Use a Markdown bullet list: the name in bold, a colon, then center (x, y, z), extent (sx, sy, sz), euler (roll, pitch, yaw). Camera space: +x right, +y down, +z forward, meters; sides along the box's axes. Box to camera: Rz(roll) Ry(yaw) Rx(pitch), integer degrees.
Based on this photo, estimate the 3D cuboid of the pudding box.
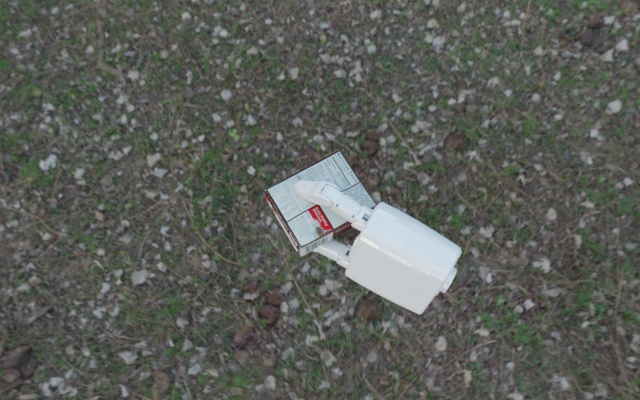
- **pudding box**: center (0.000, 0.002, 0.594), extent (0.113, 0.090, 0.039), euler (-28, -17, -13)
